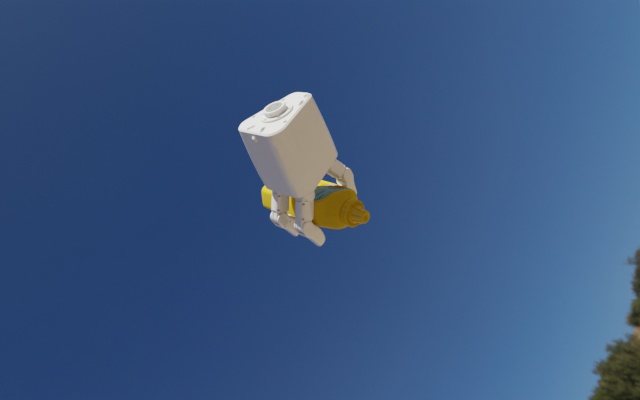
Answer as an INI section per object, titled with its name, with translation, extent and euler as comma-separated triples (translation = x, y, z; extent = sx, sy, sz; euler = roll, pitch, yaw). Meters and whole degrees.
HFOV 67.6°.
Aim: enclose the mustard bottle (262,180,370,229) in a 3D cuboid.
[mustard bottle]
translation = 0.000, 0.003, 0.743
extent = 0.096, 0.058, 0.191
euler = -19, 25, -39
